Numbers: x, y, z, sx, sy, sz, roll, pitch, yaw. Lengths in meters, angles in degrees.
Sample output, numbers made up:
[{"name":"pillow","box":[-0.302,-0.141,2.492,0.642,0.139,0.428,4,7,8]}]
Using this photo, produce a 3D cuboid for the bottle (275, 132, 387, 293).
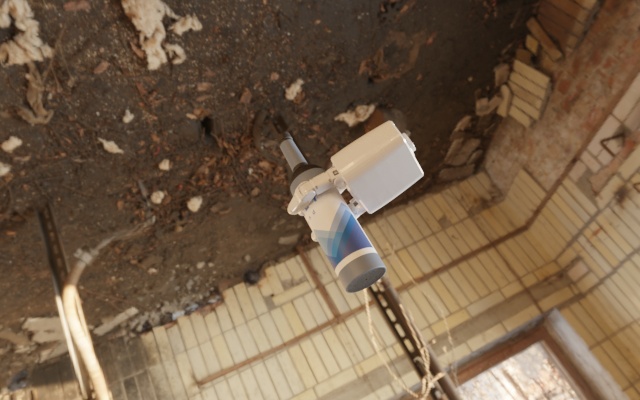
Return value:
[{"name":"bottle","box":[0.000,0.003,0.749,0.069,0.295,0.069,-23,-30,-14]}]
